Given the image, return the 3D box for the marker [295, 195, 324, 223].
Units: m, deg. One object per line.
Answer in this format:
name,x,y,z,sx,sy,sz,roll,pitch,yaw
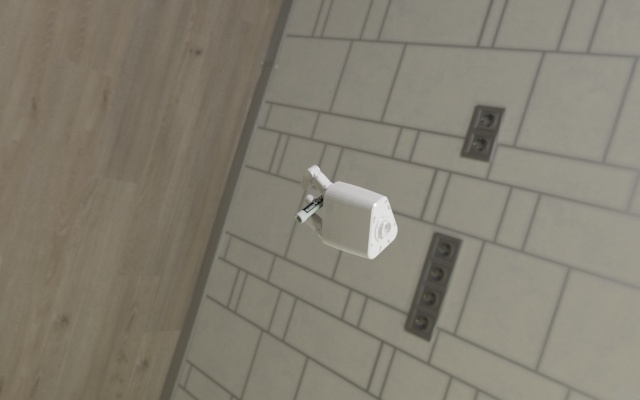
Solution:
marker,0.000,0.003,0.868,0.020,0.020,0.121,0,29,47
